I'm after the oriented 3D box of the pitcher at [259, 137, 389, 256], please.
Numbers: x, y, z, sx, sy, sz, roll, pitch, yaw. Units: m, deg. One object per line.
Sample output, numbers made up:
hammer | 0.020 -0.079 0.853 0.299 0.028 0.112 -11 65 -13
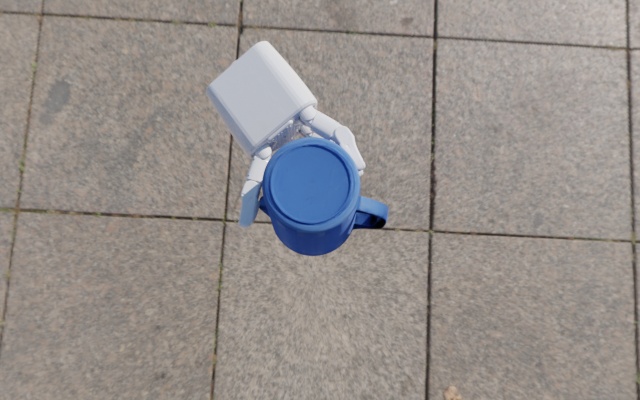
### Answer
pitcher | 0.000 0.002 0.628 0.149 0.145 0.243 -33 -7 -5
